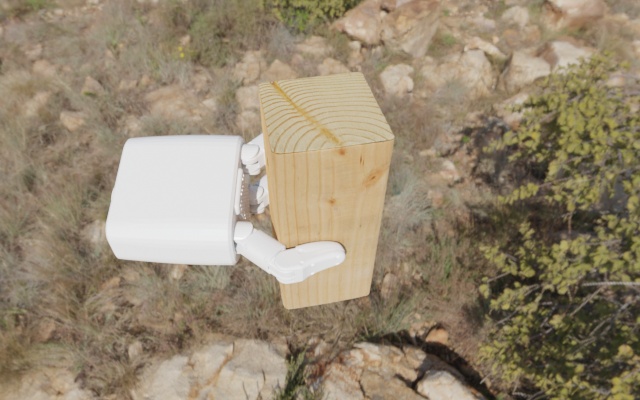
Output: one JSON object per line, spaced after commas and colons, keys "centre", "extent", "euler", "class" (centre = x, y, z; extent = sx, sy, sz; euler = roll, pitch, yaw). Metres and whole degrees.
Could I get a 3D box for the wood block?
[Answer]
{"centre": [0.000, 0.002, 0.435], "extent": [0.090, 0.090, 0.206], "euler": [-8, -42, -8], "class": "wood block"}
